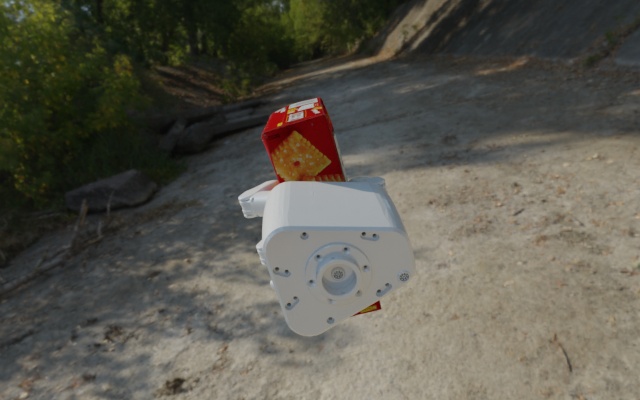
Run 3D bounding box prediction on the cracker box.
[{"bbox_3d":[0.000,0.002,0.541,0.072,0.214,0.164,-15,18,3],"label":"cracker box"}]
